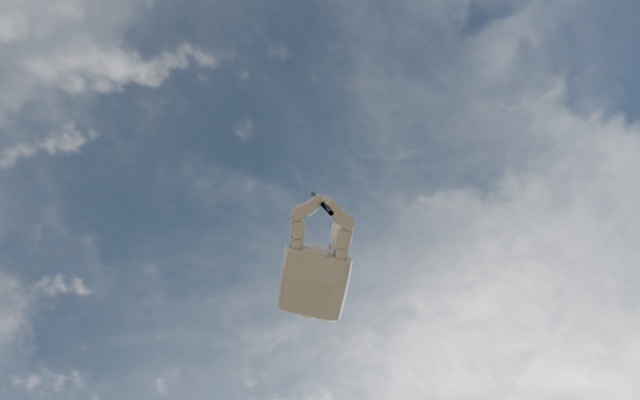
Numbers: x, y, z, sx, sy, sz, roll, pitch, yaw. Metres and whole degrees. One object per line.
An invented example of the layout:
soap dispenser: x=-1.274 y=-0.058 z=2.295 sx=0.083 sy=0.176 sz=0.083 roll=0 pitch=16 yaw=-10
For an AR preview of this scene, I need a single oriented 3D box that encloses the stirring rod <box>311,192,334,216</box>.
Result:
stirring rod: x=0.000 y=0.003 z=0.812 sx=0.011 sy=0.011 sz=0.239 roll=0 pitch=8 yaw=-7
